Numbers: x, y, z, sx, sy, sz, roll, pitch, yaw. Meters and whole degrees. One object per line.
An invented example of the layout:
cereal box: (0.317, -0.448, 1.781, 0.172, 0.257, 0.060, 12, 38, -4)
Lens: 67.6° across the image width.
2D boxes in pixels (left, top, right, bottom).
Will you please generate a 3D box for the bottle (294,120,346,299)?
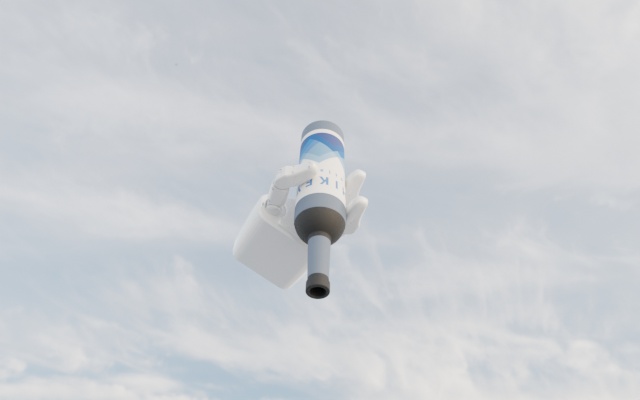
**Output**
bottle: (0.000, 0.002, 0.634, 0.069, 0.069, 0.295, 0, 42, 2)
